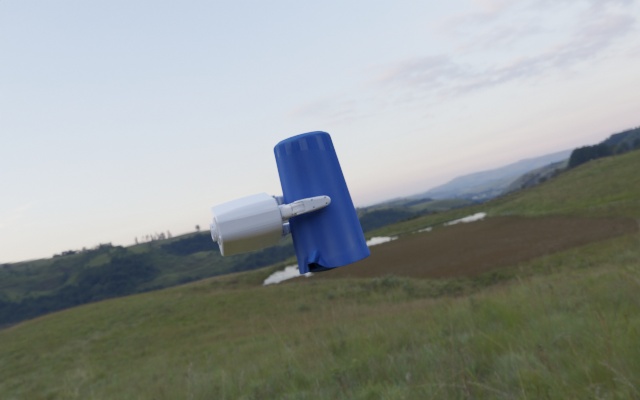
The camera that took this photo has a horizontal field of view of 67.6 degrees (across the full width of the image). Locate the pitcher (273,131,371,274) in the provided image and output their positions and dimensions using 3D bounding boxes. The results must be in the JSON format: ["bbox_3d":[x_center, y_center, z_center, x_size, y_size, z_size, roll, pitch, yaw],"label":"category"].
[{"bbox_3d":[0.000,0.003,0.872,0.145,0.243,0.149,-15,-1,-17],"label":"pitcher"}]
